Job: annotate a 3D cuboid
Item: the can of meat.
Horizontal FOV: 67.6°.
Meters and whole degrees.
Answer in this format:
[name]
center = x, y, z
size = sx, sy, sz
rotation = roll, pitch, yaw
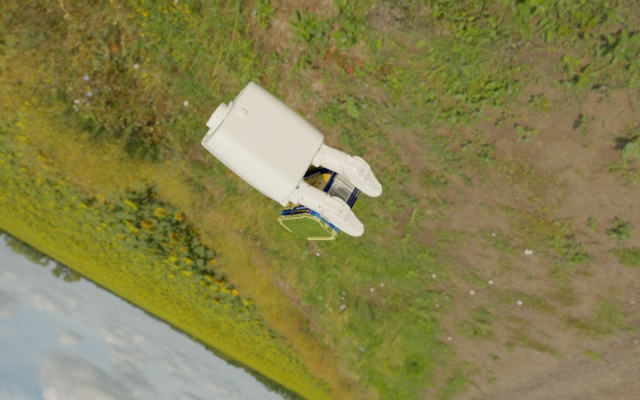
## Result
[can of meat]
center = 0.000, 0.002, 0.606
size = 0.057, 0.084, 0.102
rotation = 39, -22, -22
